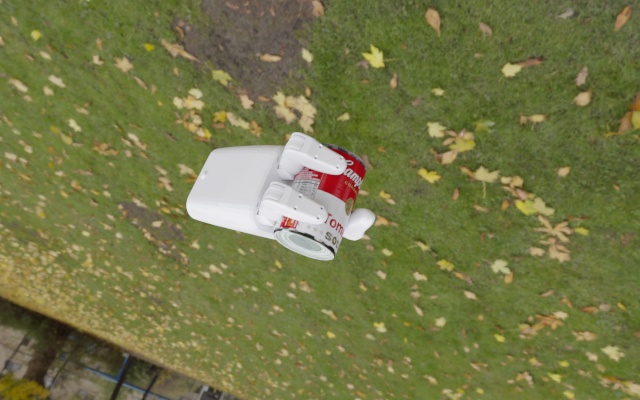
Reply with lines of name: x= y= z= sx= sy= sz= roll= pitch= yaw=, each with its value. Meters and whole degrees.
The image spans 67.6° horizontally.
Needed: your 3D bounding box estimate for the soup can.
soup can: x=0.000 y=0.002 z=0.492 sx=0.068 sy=0.102 sz=0.068 roll=19 pitch=-22 yaw=8
